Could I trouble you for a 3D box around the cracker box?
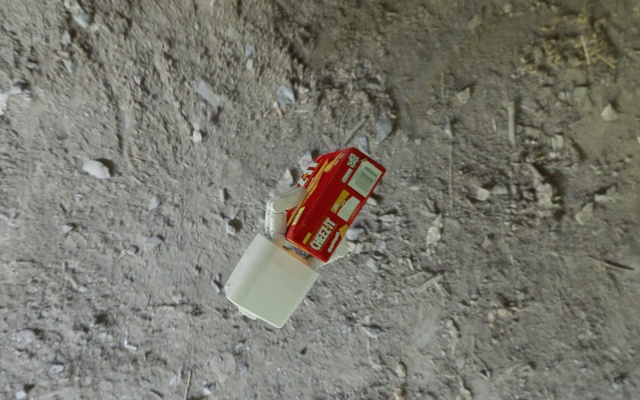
[{"bbox_3d":[0.000,0.003,0.771,0.072,0.164,0.213,35,-7,-13],"label":"cracker box"}]
